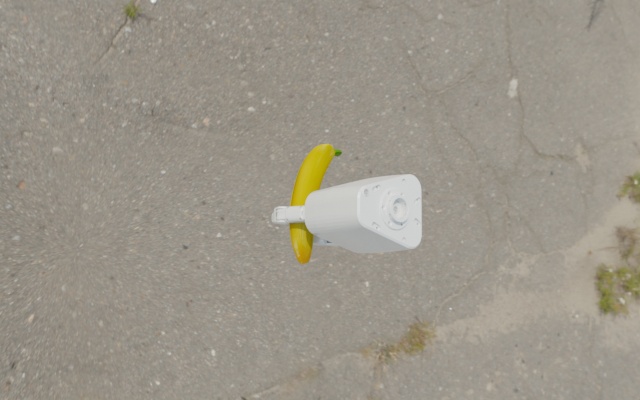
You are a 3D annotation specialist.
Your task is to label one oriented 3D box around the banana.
[{"bbox_3d":[-0.011,-0.010,0.689,0.037,0.197,0.070,-8,-35,46],"label":"banana"}]
